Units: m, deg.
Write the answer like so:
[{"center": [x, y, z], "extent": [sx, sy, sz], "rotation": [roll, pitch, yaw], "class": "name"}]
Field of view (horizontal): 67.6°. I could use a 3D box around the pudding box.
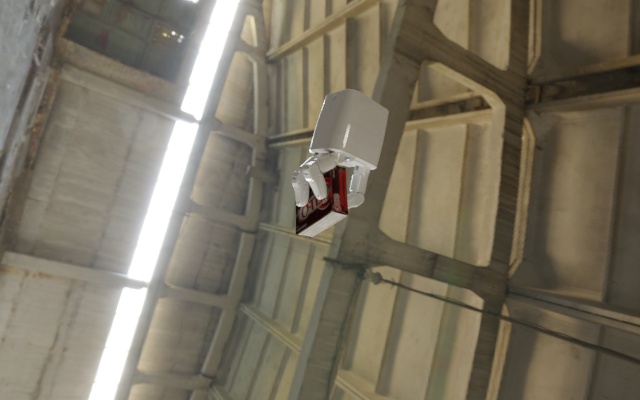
[{"center": [0.000, 0.003, 0.804], "extent": [0.039, 0.090, 0.113], "rotation": [15, -32, -28], "class": "pudding box"}]
